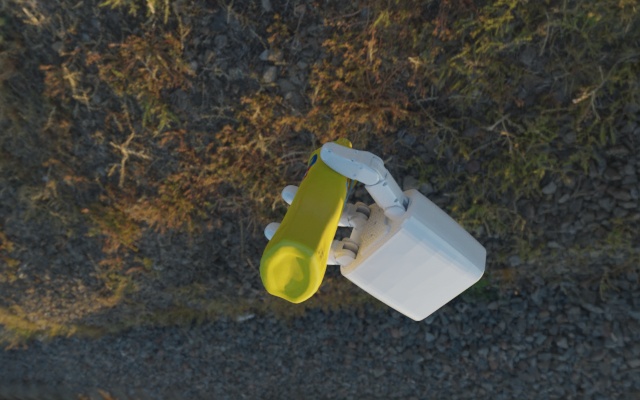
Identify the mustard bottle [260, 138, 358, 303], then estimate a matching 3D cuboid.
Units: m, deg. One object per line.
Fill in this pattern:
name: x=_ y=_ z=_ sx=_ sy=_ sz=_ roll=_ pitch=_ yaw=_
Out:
mustard bottle: x=0.000 y=0.002 z=0.485 sx=0.058 sy=0.191 sz=0.096 roll=20 pitch=-41 yaw=4
